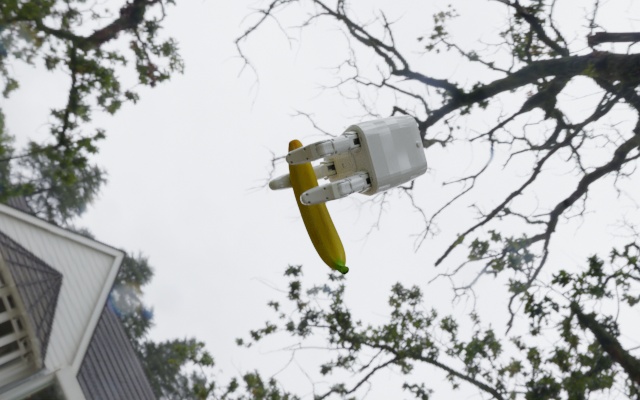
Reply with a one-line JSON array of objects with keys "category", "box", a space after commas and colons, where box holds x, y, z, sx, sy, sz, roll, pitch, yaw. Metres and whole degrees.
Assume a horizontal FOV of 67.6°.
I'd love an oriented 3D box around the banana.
[{"category": "banana", "box": [-0.004, 0.013, 0.640, 0.037, 0.197, 0.070, -15, -21, -24]}]
